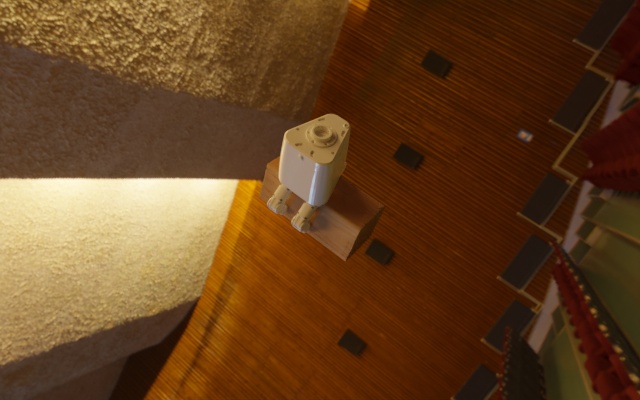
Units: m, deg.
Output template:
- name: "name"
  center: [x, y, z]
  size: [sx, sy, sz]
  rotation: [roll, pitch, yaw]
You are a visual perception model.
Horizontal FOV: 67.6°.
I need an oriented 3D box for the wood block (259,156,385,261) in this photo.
- name: "wood block"
  center: [0.000, 0.002, 0.876]
  size: [0.206, 0.090, 0.090]
  rotation: [36, 45, 17]
